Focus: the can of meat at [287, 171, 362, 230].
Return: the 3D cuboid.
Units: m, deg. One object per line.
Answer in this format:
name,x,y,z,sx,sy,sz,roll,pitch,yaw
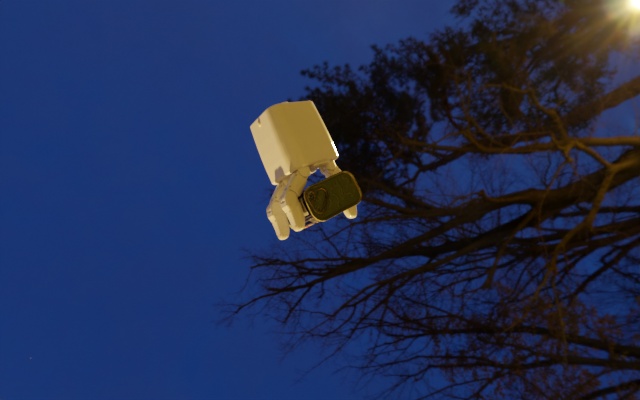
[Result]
can of meat,0.000,0.003,0.755,0.102,0.057,0.084,-26,0,-35
